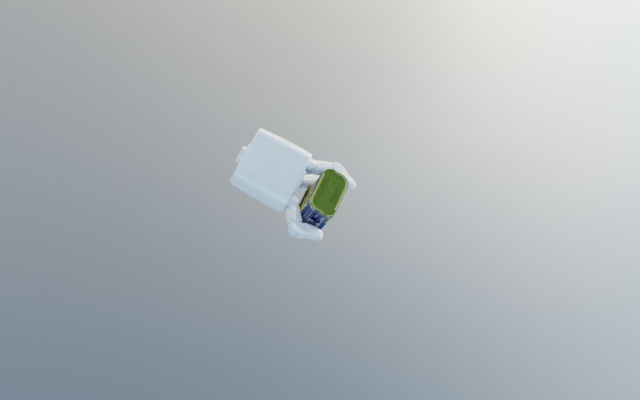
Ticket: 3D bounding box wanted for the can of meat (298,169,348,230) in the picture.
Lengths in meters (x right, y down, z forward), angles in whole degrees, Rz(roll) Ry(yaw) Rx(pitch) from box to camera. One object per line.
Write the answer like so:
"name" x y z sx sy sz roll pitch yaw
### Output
"can of meat" 0.000 0.003 0.851 0.057 0.102 0.084 30 -36 -7
